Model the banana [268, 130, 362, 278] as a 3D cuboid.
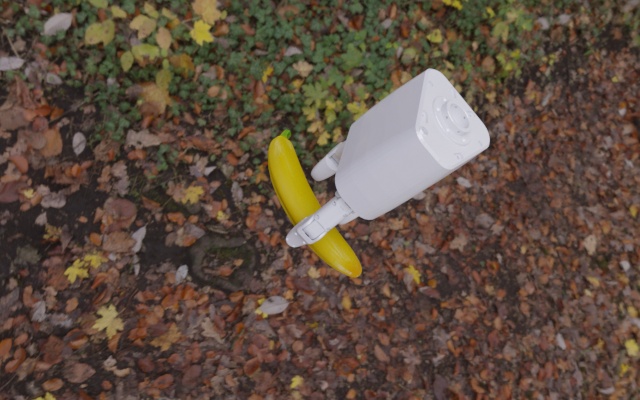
[{"bbox_3d":[-0.014,0.002,0.539,0.069,0.197,0.037,-14,-15,-48],"label":"banana"}]
